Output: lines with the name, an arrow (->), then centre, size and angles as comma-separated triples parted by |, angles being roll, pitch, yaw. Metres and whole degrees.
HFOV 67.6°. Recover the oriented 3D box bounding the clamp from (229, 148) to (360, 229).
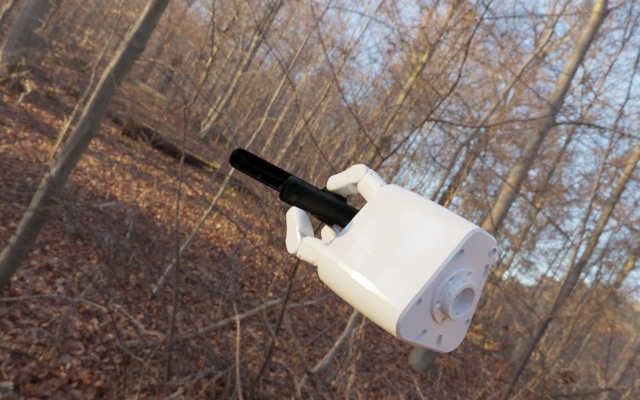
clamp -> 0.001, 0.001, 0.538 | 0.210, 0.036, 0.164 | 27, 3, -39
